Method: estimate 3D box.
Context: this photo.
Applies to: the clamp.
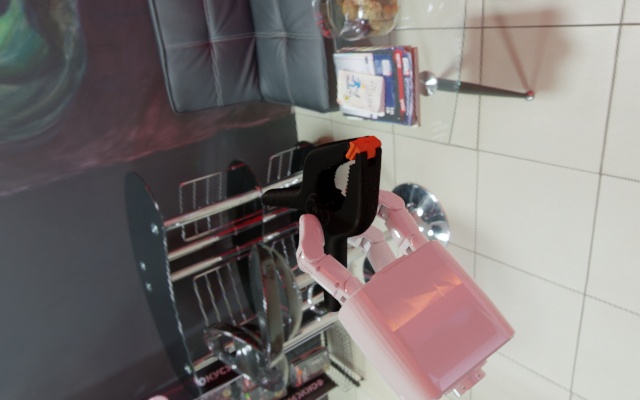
[{"bbox_3d":[0.000,0.002,0.486,0.036,0.164,0.210,-22,-30,-33],"label":"clamp"}]
